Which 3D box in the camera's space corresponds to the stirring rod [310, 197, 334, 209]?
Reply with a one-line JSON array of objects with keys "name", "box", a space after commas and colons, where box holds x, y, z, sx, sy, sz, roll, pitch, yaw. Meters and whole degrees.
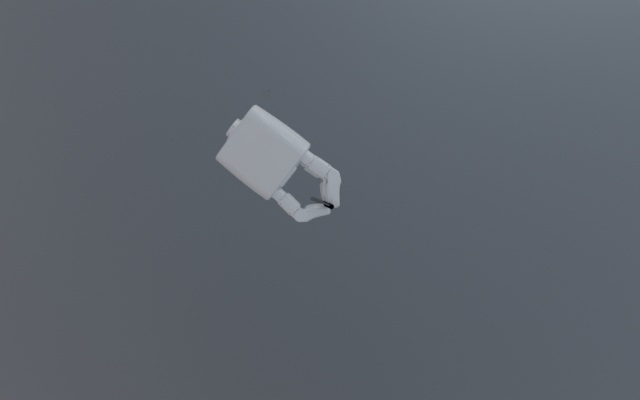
[{"name": "stirring rod", "box": [0.000, 0.003, 0.831, 0.011, 0.011, 0.239, 0, 3, -8]}]
